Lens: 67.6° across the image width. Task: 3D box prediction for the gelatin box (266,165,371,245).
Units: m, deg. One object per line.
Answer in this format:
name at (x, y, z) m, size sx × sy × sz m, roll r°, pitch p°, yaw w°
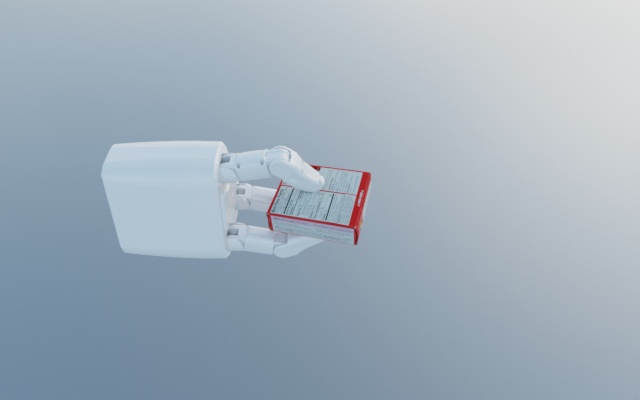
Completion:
gelatin box at (0.000, 0.001, 0.469) m, size 0.089 × 0.073 × 0.030 m, roll 8°, pitch -41°, yaw 12°
